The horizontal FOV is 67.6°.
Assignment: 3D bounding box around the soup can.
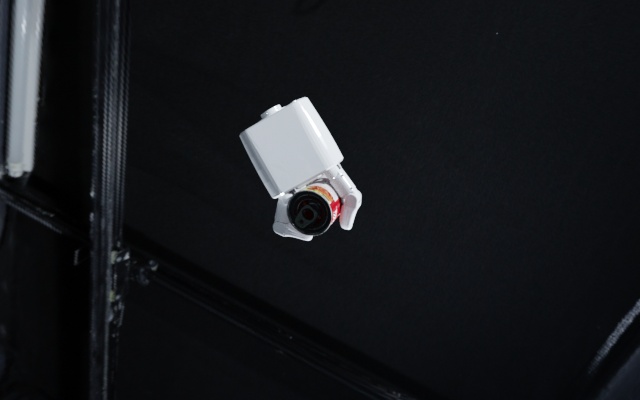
[{"bbox_3d":[0.001,0.003,0.710,0.068,0.068,0.102,0,18,20],"label":"soup can"}]
